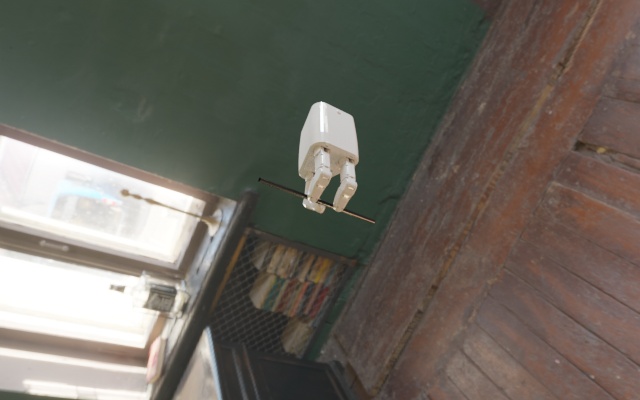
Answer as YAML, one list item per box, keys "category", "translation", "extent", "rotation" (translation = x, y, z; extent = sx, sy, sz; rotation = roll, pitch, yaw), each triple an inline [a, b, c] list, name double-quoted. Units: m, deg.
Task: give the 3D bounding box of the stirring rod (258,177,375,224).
- category: "stirring rod"
  translation: [0.000, 0.003, 0.834]
  extent: [0.239, 0.011, 0.011]
  rotation: [20, -10, -28]
